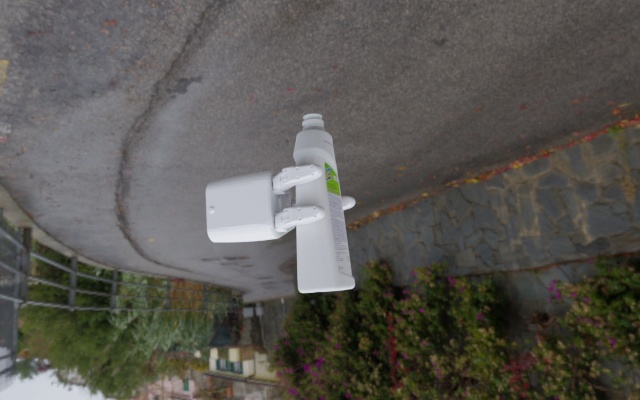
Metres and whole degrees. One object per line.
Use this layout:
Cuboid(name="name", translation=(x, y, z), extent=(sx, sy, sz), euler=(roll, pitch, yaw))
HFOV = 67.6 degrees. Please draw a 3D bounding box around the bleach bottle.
Cuboid(name="bleach bottle", translation=(0.000, 0.002, 0.684), extent=(0.068, 0.250, 0.102), euler=(-7, -10, 17))
